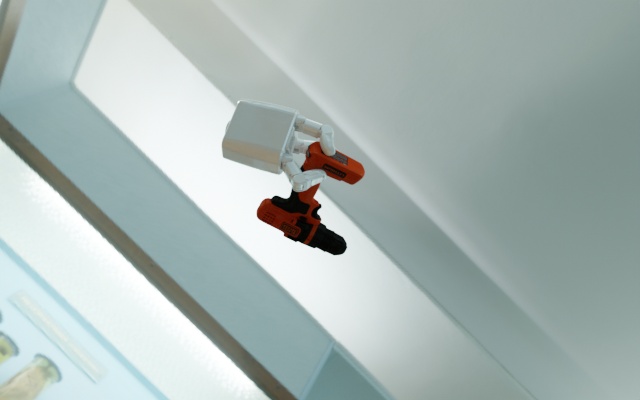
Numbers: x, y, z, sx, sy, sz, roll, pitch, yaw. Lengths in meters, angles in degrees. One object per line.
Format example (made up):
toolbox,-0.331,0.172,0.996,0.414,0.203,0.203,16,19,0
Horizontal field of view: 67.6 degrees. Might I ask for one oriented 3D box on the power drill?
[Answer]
power drill,0.000,0.002,0.853,0.184,0.188,0.057,26,27,-13
